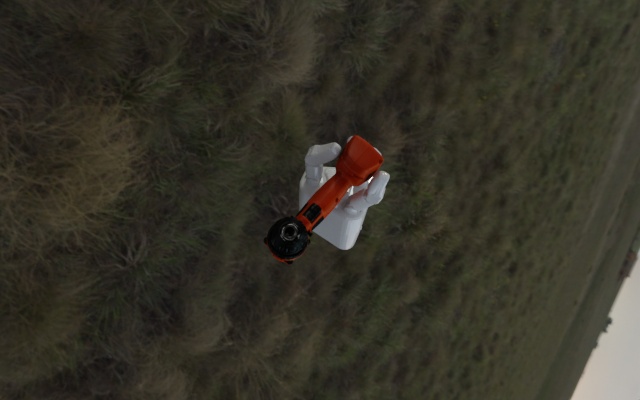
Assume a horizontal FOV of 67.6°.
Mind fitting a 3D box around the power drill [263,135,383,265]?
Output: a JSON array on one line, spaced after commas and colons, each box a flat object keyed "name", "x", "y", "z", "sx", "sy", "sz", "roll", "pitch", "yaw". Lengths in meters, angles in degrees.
[{"name": "power drill", "x": 0.000, "y": 0.002, "z": 0.629, "sx": 0.057, "sy": 0.187, "sz": 0.184, "roll": 43, "pitch": -12, "yaw": 1}]
